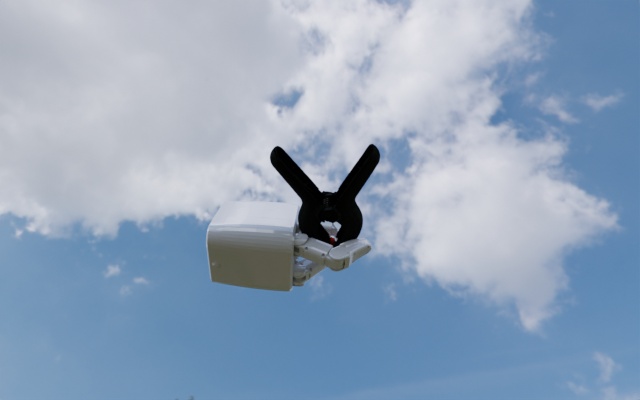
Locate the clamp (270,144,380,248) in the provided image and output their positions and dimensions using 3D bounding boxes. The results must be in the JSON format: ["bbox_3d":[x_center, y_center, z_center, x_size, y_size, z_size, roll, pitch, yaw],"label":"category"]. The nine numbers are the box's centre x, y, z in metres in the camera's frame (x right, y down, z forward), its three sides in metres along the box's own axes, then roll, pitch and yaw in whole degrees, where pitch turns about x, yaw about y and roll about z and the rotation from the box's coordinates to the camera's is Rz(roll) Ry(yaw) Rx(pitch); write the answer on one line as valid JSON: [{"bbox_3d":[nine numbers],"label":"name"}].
[{"bbox_3d":[0.000,0.002,0.566,0.120,0.172,0.039,10,38,6],"label":"clamp"}]
